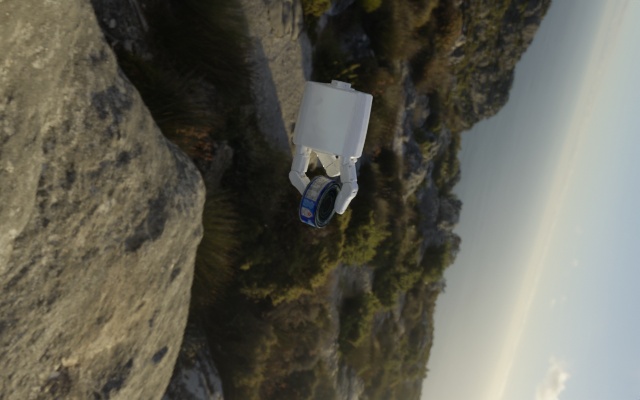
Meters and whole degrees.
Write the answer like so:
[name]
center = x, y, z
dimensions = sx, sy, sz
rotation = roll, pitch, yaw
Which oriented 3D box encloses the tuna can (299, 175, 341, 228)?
[tuna can]
center = 0.001, 0.003, 0.810
dimensions = 0.033, 0.086, 0.086
rotation = 23, 10, 24
